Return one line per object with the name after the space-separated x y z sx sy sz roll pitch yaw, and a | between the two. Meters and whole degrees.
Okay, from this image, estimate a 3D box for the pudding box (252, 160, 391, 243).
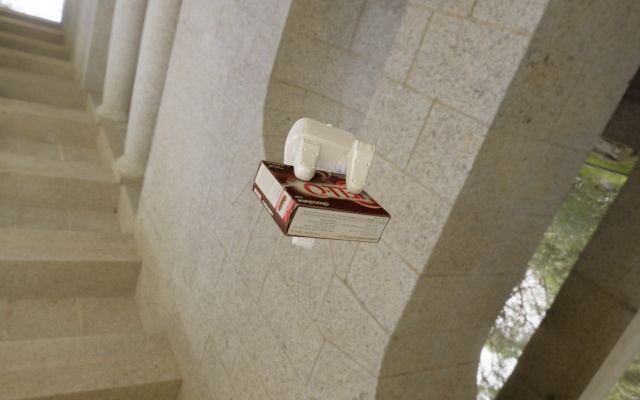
0.000 0.002 0.475 0.113 0.039 0.090 5 26 -33 | pudding box
